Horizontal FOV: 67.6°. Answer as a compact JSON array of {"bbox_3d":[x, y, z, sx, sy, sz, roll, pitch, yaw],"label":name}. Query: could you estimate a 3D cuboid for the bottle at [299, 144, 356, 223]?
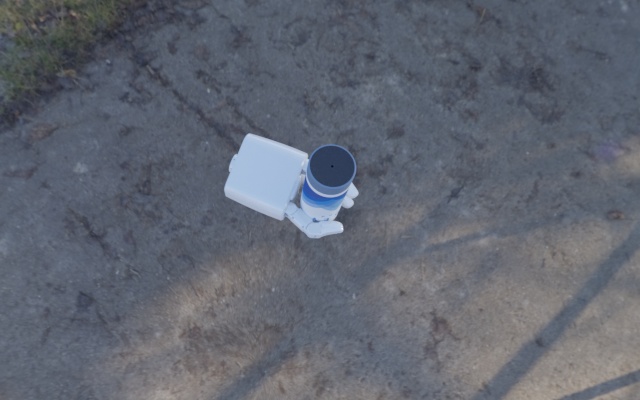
[{"bbox_3d":[0.000,0.003,0.787,0.069,0.069,0.296,0,-20,-7],"label":"bottle"}]
